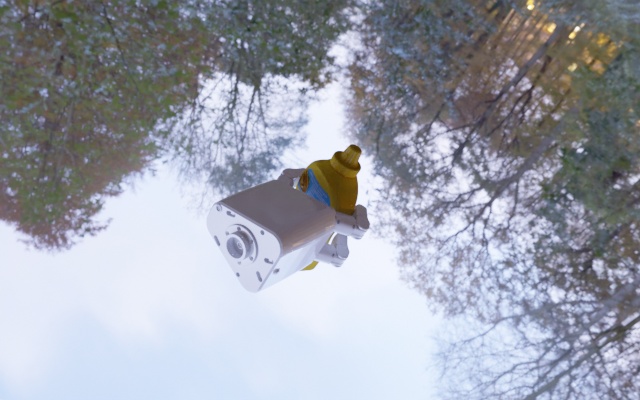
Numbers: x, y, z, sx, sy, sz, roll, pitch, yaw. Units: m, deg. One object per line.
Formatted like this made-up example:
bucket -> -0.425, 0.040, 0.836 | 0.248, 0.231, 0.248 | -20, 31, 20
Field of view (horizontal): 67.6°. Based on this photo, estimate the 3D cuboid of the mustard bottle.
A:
mustard bottle -> 0.000, 0.002, 0.651 | 0.058, 0.192, 0.096 | 4, 42, -38
